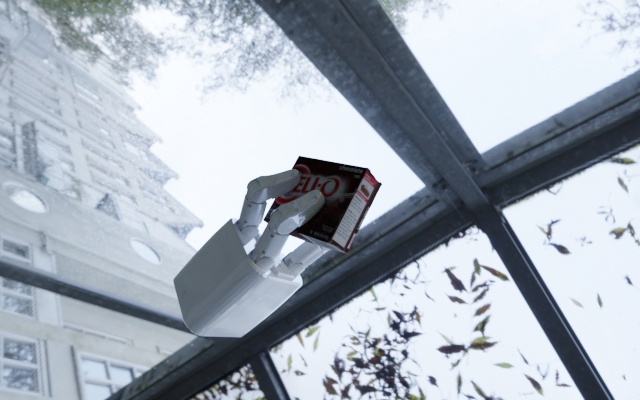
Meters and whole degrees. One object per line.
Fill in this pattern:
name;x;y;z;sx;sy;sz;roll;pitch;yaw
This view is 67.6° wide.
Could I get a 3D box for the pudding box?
pudding box;0.000;0.002;0.528;0.113;0.090;0.039;15;-17;43
